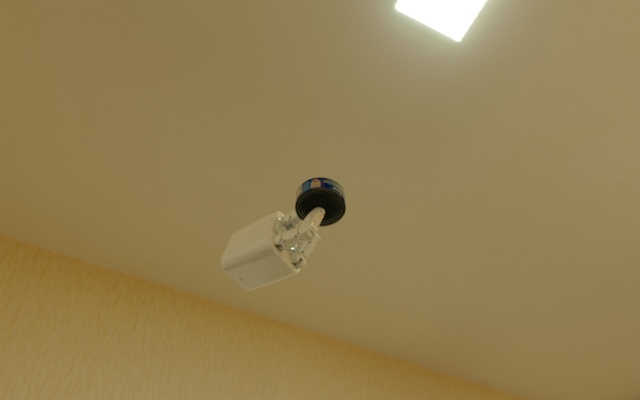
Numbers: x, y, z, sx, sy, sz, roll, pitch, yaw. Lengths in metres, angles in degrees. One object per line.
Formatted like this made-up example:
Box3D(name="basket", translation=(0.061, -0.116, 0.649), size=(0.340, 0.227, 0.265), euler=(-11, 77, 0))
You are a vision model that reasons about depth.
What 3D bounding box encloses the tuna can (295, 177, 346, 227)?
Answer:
Box3D(name="tuna can", translation=(0.000, 0.002, 0.812), size=(0.086, 0.086, 0.033), euler=(0, 41, 1))
